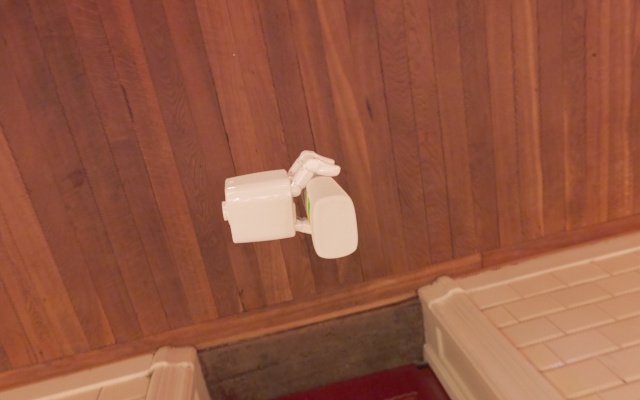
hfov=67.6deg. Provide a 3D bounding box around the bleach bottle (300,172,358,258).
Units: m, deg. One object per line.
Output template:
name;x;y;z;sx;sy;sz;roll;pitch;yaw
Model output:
bleach bottle;0.000;0.003;0.814;0.068;0.102;0.250;-8;18;-8
